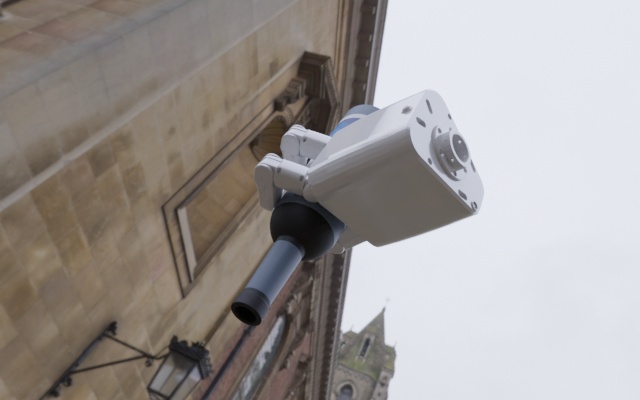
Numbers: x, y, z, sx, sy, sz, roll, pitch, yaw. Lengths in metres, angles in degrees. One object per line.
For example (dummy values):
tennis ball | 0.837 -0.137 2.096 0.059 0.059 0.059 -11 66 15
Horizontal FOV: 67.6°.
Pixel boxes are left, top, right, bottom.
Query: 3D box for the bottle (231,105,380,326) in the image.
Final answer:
bottle | 0.000 0.001 0.474 0.069 0.069 0.295 0 37 30
